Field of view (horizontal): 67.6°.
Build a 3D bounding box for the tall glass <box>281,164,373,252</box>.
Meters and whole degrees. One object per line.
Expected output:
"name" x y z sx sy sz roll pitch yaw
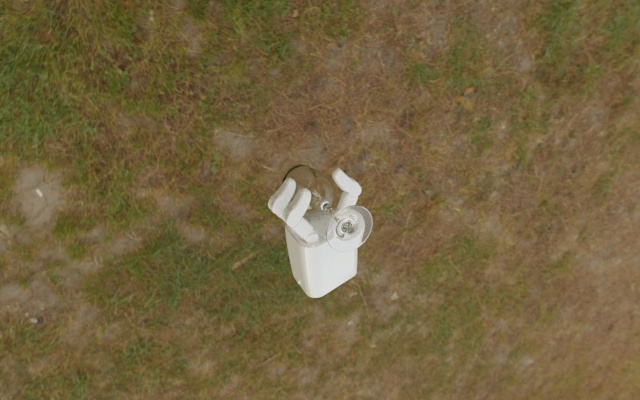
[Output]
"tall glass" 0.000 0.003 0.758 0.079 0.079 0.201 0 23 -27
